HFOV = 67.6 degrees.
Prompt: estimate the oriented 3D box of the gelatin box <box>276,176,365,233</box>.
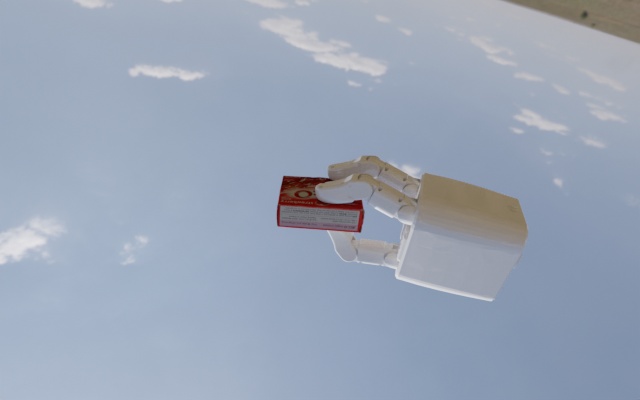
[{"bbox_3d":[0.000,0.002,0.512,0.089,0.030,0.073,4,26,-1],"label":"gelatin box"}]
